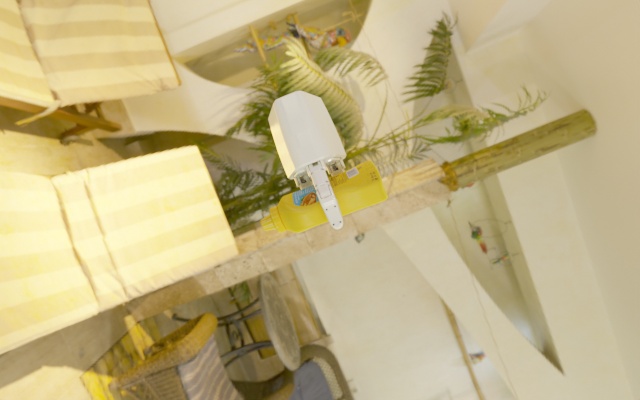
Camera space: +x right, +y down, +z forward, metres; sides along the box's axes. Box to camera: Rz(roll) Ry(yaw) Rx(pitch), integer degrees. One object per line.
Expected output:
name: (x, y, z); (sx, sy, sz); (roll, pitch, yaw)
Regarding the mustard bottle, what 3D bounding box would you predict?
mustard bottle: (0.000, 0.003, 0.720); (0.191, 0.058, 0.096); (-22, 22, 3)
